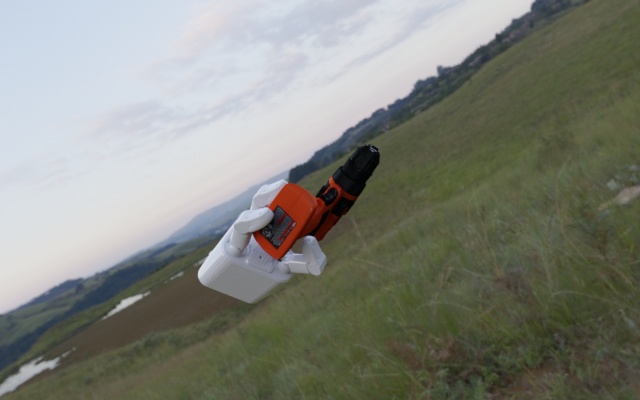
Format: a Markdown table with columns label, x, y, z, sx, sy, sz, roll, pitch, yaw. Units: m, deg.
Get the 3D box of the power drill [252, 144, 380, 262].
| label | x | y | z | sx | sy | sz | roll | pitch | yaw |
| --- | --- | --- | --- | --- | --- | --- | --- | --- | --- |
| power drill | 0.000 | 0.002 | 0.673 | 0.057 | 0.184 | 0.187 | 42 | 25 | 15 |
